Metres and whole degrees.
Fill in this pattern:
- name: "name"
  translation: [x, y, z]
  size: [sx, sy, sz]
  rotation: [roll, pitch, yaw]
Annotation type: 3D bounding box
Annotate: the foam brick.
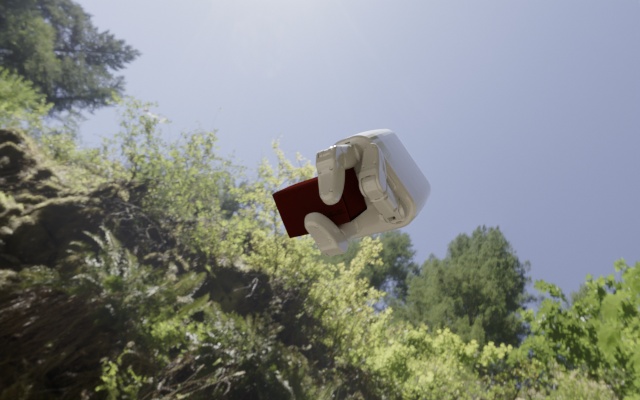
- name: "foam brick"
  translation: [0.000, 0.002, 0.508]
  size: [0.078, 0.053, 0.051]
  rotation: [-16, 7, 27]
